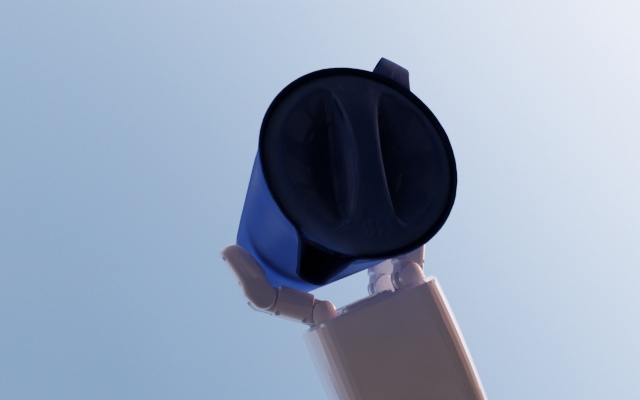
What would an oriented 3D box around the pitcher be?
[{"bbox_3d":[0.000,0.002,0.407,0.149,0.145,0.243,-20,-12,-22],"label":"pitcher"}]
